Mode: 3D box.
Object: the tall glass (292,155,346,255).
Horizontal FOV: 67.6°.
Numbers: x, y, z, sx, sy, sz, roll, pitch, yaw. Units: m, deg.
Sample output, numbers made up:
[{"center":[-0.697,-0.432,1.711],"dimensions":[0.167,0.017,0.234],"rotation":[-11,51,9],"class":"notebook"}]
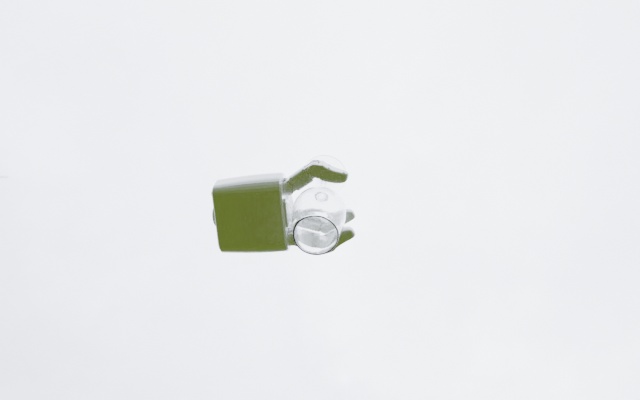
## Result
[{"center":[0.000,0.002,0.719],"dimensions":[0.079,0.079,0.201],"rotation":[0,27,4],"class":"tall glass"}]
